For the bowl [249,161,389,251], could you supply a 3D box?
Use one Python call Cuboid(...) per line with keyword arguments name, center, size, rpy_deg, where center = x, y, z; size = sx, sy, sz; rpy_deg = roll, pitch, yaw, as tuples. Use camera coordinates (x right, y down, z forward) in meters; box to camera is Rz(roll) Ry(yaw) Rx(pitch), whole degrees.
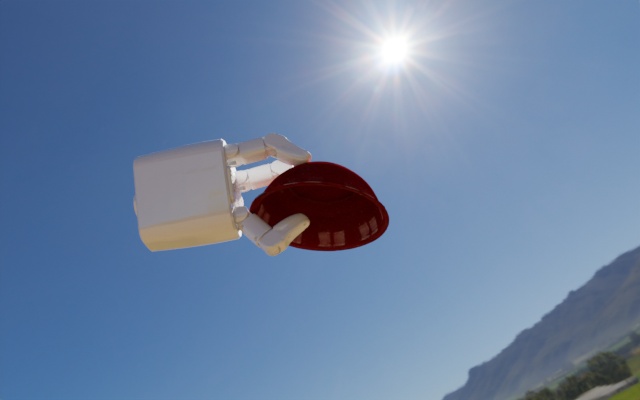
Cuboid(name="bowl", center=(0.001, 0.002, 0.565), size=(0.162, 0.055, 0.162), rpy_deg=(3, -31, 2))
